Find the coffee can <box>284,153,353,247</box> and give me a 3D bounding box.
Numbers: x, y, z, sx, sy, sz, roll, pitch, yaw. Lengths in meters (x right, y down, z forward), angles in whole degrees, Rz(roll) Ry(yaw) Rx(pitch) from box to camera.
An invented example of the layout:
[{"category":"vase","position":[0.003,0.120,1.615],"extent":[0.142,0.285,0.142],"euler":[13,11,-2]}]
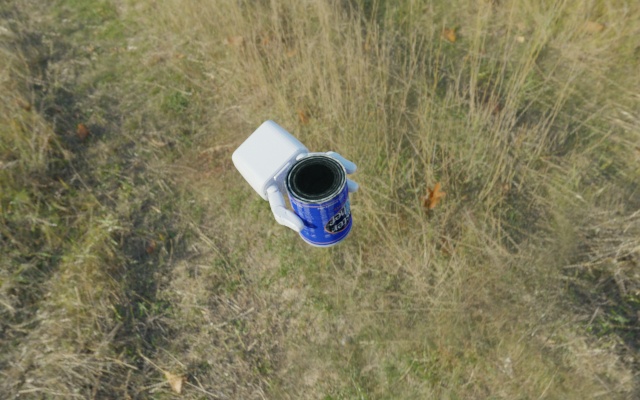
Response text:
[{"category":"coffee can","position":[0.000,0.003,0.827],"extent":[0.103,0.102,0.140],"euler":[0,-35,8]}]
